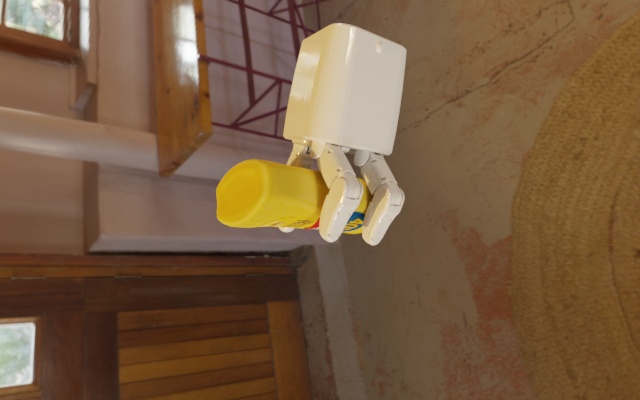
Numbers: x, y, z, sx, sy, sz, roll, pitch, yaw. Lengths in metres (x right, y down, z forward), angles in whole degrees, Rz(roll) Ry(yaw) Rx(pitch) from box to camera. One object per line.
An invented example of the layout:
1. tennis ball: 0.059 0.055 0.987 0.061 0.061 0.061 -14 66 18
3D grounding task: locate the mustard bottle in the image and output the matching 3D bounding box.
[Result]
1. mustard bottle: 0.000 0.002 0.482 0.191 0.058 0.096 6 -18 -38
